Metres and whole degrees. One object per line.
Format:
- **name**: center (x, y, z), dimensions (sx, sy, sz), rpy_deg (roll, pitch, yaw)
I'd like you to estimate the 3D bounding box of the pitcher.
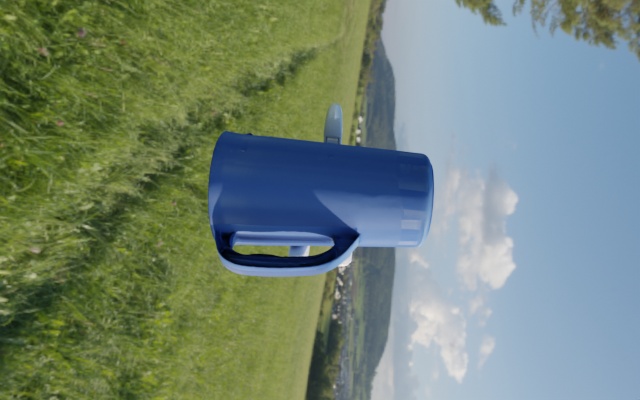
- **pitcher**: center (0.000, 0.002, 0.547), dimensions (0.243, 0.149, 0.145), rpy_deg (4, 8, 4)
